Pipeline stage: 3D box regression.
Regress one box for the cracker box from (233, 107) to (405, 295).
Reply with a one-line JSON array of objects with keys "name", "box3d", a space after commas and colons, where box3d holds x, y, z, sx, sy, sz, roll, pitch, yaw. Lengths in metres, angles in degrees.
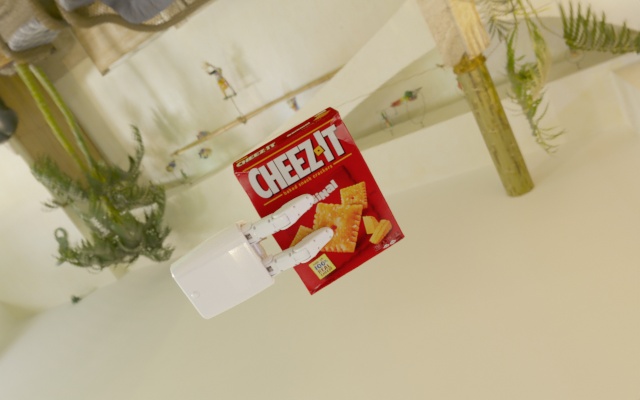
[{"name": "cracker box", "box3d": [0.000, 0.002, 0.679, 0.164, 0.214, 0.072, -31, 18, -1]}]
